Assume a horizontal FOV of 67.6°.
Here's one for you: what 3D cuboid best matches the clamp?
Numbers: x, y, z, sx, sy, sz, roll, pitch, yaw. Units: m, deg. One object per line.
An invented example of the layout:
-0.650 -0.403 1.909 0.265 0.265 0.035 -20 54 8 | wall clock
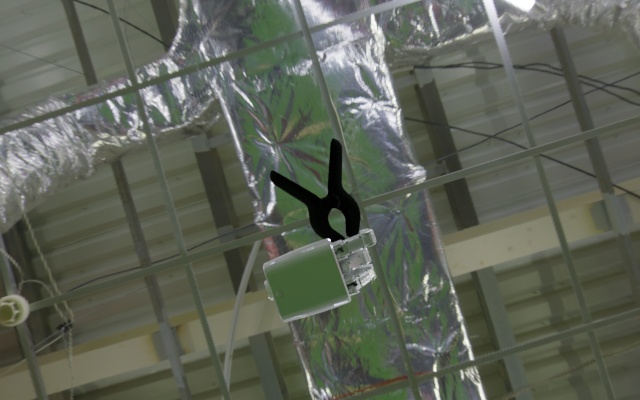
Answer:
0.000 0.003 0.729 0.120 0.171 0.039 -20 0 -4 | clamp
